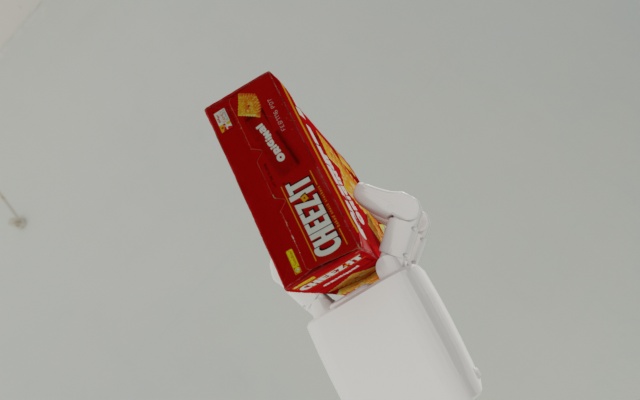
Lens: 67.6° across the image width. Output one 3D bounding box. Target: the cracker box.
[{"bbox_3d":[0.000,0.002,0.447,0.072,0.164,0.214,-30,-19,9],"label":"cracker box"}]
